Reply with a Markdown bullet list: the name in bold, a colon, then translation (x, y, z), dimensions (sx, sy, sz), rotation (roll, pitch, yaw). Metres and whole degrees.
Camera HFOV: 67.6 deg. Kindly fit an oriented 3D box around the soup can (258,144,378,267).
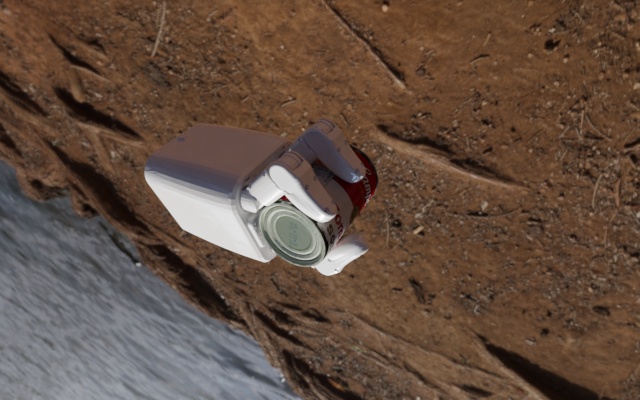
- **soup can**: translation (0.000, 0.002, 0.423), dimensions (0.068, 0.068, 0.102), rotation (0, 33, 35)
